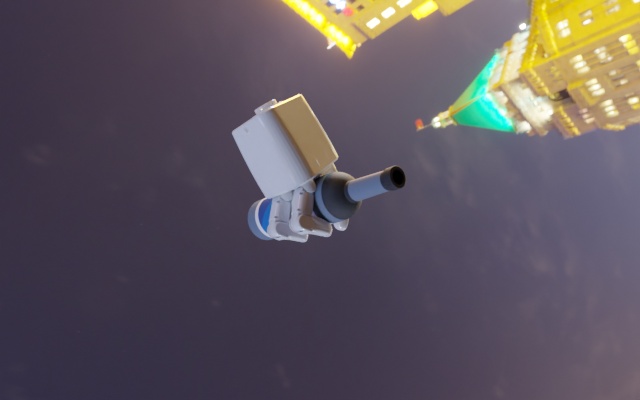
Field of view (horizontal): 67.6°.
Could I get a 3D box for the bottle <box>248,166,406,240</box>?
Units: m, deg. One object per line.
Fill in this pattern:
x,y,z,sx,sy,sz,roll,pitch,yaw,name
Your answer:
0.000,0.002,0.663,0.069,0.069,0.296,0,-12,-38,bottle
